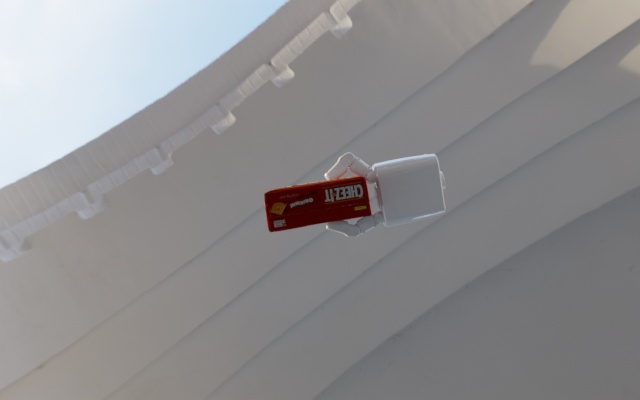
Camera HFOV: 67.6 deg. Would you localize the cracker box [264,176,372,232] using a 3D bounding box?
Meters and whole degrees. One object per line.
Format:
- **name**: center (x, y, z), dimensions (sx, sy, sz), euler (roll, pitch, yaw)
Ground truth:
- **cracker box**: center (0.000, 0.003, 0.841), dimensions (0.164, 0.072, 0.213), euler (-10, 0, 3)
